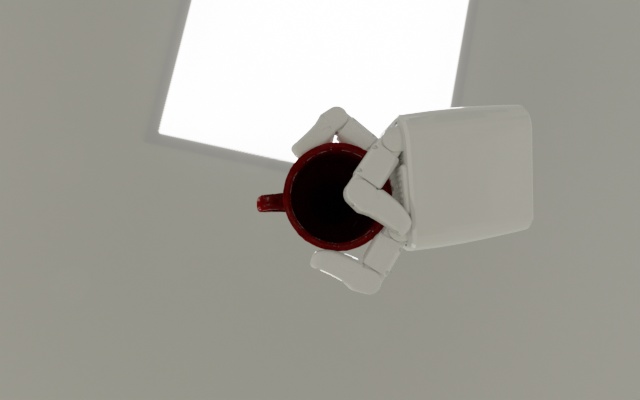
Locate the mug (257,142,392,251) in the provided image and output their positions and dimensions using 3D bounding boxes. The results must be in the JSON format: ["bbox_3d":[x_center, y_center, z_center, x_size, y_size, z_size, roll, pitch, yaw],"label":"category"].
[{"bbox_3d":[-0.001,0.002,0.442,0.117,0.093,0.081,-6,-5,-5],"label":"mug"}]
